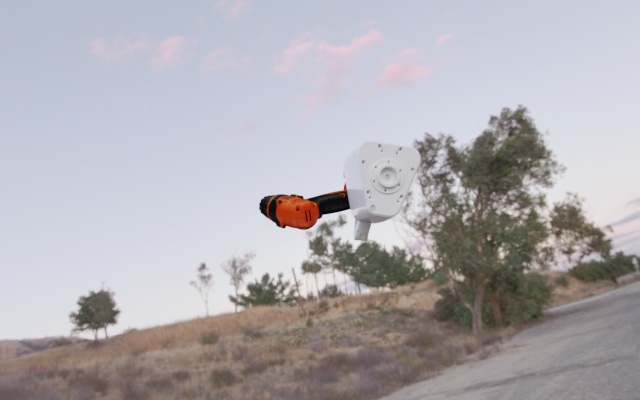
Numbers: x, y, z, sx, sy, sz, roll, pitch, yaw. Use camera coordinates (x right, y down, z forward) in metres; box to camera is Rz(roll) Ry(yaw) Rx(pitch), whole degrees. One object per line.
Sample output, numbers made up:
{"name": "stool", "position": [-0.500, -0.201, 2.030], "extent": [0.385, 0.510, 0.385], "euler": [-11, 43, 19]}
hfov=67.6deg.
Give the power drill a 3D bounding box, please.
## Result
{"name": "power drill", "position": [0.001, 0.003, 0.826], "extent": [0.187, 0.057, 0.184], "euler": [-15, 13, -24]}
